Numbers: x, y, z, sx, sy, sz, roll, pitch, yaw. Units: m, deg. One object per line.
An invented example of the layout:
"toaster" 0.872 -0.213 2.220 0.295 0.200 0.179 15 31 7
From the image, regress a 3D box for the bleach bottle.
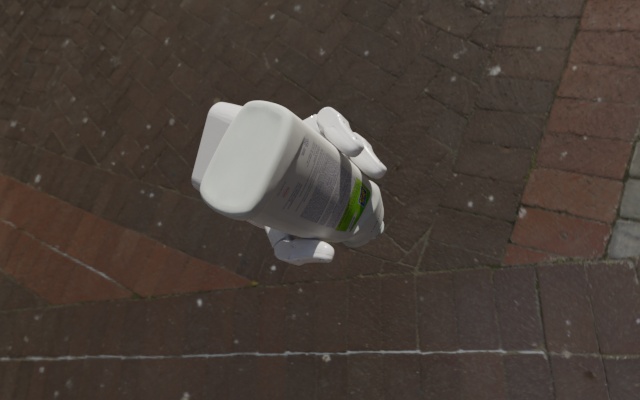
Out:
"bleach bottle" 0.000 0.001 0.478 0.068 0.102 0.251 23 -6 35
